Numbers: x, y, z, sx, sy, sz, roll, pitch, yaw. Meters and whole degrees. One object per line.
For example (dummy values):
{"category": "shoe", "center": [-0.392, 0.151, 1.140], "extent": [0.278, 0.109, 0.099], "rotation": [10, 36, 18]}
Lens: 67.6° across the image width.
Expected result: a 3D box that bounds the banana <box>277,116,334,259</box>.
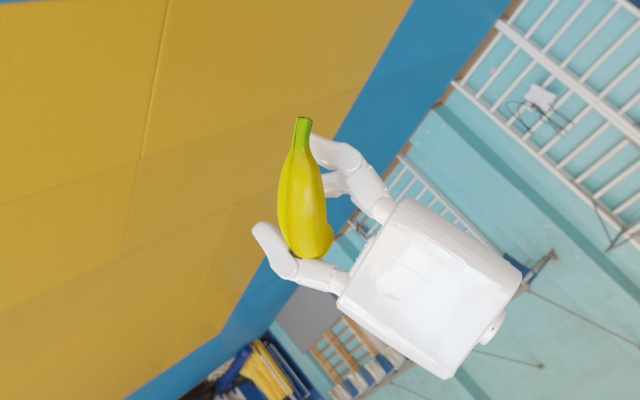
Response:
{"category": "banana", "center": [-0.007, 0.015, 0.410], "extent": [0.037, 0.069, 0.198], "rotation": [19, -25, 13]}
